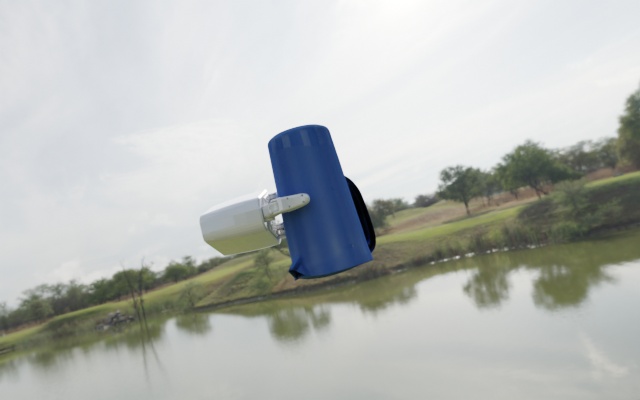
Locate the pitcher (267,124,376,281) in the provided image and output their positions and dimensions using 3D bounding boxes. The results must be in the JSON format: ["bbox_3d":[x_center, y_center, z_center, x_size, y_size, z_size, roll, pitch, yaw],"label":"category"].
[{"bbox_3d":[0.000,0.003,0.796,0.145,0.243,0.149,-15,-5,6],"label":"pitcher"}]
